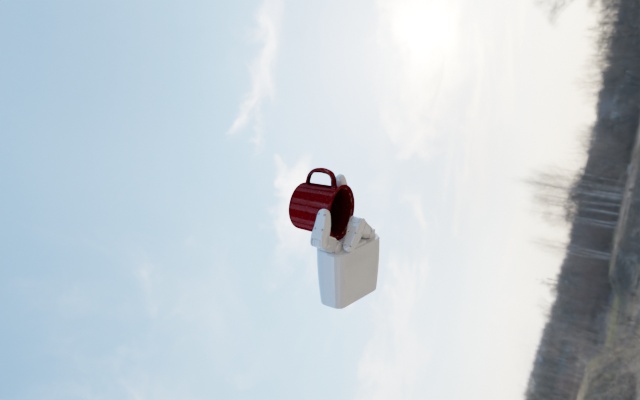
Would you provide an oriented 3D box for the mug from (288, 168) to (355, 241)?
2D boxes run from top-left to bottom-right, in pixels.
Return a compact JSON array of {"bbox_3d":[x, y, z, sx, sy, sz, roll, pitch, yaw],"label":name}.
[{"bbox_3d":[0.000,0.001,0.792,0.081,0.117,0.093,10,23,29],"label":"mug"}]
